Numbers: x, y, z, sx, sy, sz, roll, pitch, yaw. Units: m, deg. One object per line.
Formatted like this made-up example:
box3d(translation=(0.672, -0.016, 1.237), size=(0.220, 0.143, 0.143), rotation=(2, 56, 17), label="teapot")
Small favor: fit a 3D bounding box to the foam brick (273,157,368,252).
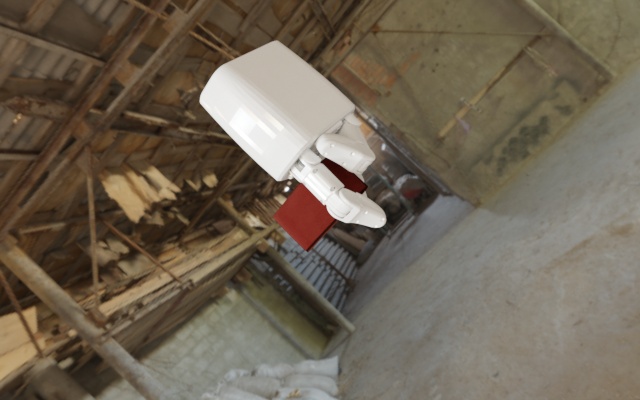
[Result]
box3d(translation=(0.000, 0.002, 0.480), size=(0.078, 0.051, 0.053), rotation=(-49, -3, 28), label="foam brick")
